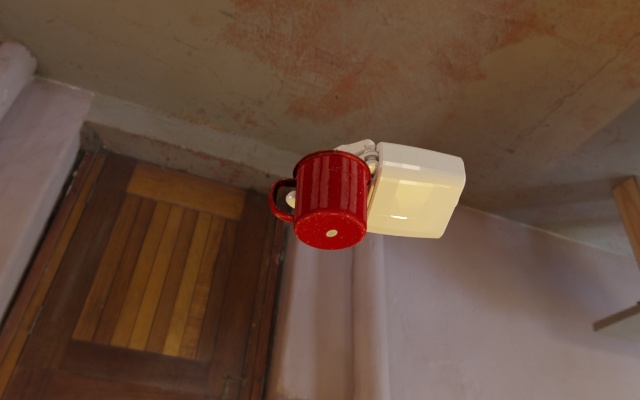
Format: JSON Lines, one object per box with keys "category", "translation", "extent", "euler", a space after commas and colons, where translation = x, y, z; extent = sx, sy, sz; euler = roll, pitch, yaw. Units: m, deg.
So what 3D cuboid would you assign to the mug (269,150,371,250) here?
{"category": "mug", "translation": [-0.001, 0.002, 0.541], "extent": [0.117, 0.081, 0.093], "euler": [6, -36, -4]}
